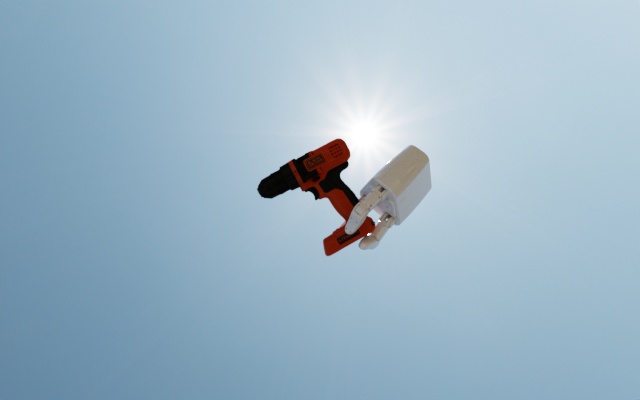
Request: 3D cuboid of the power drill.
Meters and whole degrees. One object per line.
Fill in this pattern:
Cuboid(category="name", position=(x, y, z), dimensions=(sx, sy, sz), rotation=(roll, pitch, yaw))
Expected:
Cuboid(category="power drill", position=(0.001, 0.003, 0.867), dimensions=(0.184, 0.187, 0.057), rotation=(-28, -3, 2))
